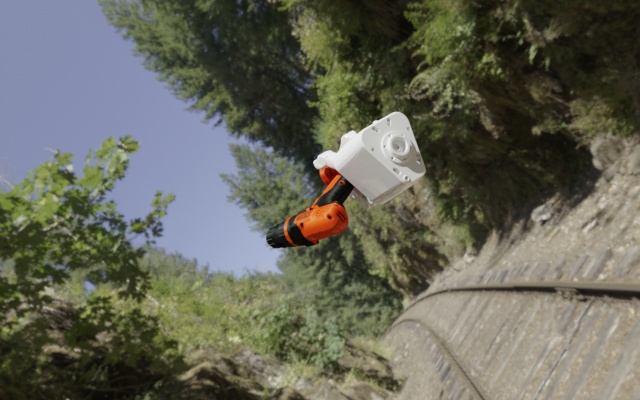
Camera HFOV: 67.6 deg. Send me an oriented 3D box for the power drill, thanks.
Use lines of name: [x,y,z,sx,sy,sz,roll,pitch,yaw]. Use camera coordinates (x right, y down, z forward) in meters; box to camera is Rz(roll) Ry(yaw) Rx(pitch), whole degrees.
power drill: [0.000,0.002,0.826,0.184,0.057,0.187,-18,32,45]
